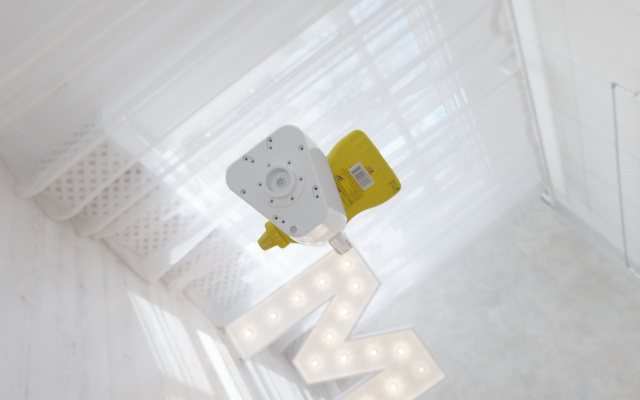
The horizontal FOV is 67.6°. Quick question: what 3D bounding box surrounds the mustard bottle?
[{"bbox_3d":[0.000,0.002,0.607,0.191,0.096,0.058,-37,11,4],"label":"mustard bottle"}]
